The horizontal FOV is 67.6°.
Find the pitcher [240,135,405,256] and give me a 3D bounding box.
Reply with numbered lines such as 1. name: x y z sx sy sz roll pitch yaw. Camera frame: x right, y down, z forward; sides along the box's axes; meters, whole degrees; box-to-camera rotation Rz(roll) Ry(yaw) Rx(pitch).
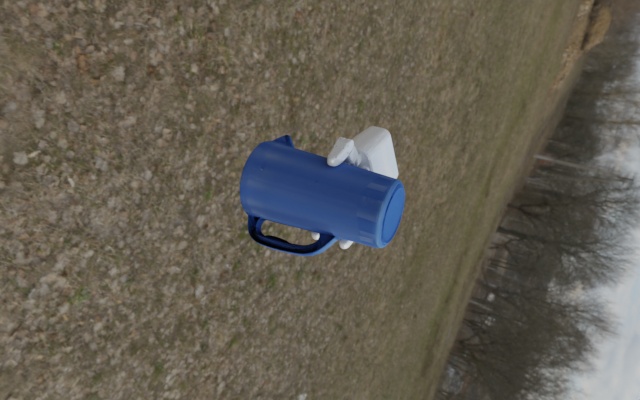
1. pitcher: 0.000 0.002 0.759 0.243 0.149 0.145 16 35 24
